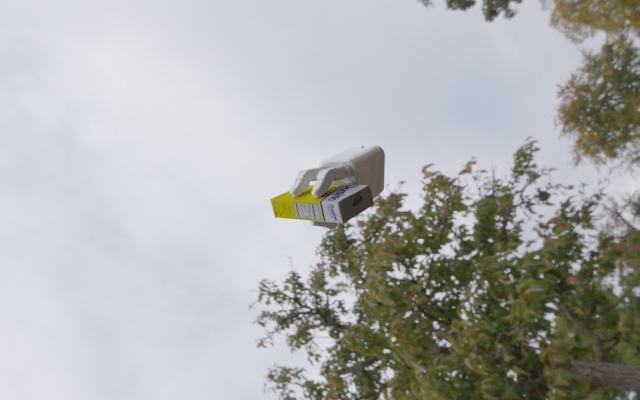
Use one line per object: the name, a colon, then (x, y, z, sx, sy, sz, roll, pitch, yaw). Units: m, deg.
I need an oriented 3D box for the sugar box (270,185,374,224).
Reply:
sugar box: (0.000, 0.002, 0.880, 0.176, 0.048, 0.093, -1, 20, 44)
